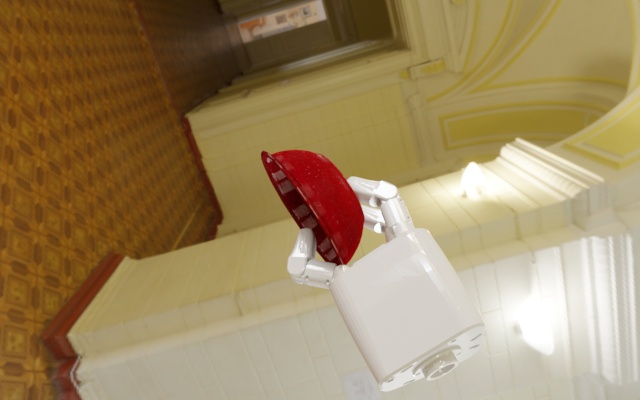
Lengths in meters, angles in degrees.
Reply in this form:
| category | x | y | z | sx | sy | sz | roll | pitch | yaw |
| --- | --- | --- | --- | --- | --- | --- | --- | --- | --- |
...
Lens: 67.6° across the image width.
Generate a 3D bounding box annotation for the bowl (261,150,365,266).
| category | x | y | z | sx | sy | sz | roll | pitch | yaw |
| --- | --- | --- | --- | --- | --- | --- | --- | --- | --- |
| bowl | 0.000 | 0.000 | 0.528 | 0.055 | 0.162 | 0.162 | -34 | 7 | -11 |
